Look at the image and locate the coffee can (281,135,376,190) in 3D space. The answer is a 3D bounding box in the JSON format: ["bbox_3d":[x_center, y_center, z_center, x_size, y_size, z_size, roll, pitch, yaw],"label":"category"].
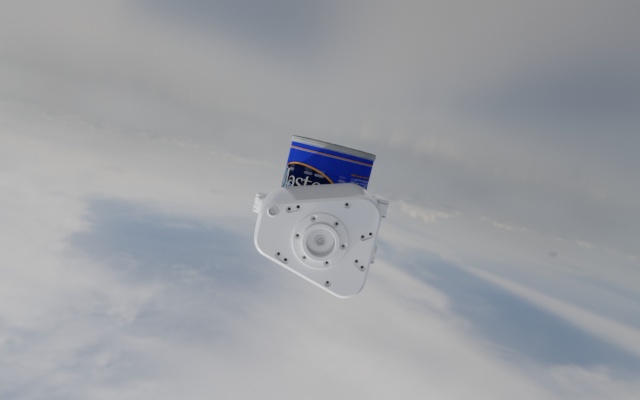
[{"bbox_3d":[0.000,0.002,0.574,0.103,0.140,0.103,14,5,-1],"label":"coffee can"}]
